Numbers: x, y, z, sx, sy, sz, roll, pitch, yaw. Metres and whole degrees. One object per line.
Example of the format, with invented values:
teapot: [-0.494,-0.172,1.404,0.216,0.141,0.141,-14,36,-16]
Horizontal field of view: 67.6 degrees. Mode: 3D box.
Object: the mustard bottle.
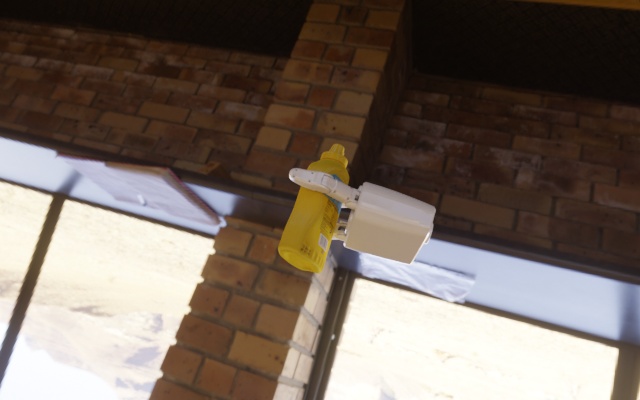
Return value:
mustard bottle: [0.000,0.002,0.696,0.058,0.191,0.096,8,-23,26]
